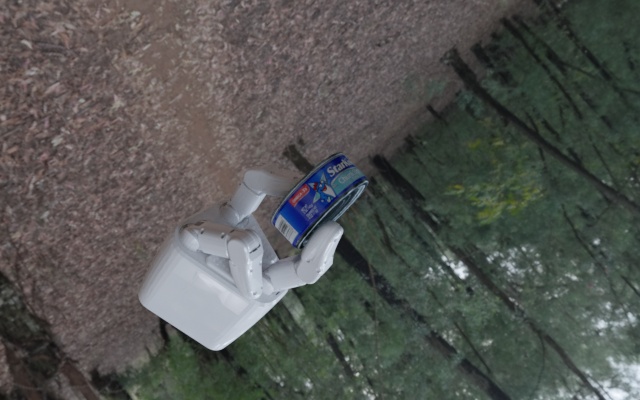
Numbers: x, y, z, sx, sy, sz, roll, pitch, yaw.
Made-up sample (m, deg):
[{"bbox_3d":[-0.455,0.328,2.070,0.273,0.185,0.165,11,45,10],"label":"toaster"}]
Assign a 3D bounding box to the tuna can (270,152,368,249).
[{"bbox_3d":[0.000,0.002,0.405,0.086,0.033,0.086,-43,-10,-9],"label":"tuna can"}]
